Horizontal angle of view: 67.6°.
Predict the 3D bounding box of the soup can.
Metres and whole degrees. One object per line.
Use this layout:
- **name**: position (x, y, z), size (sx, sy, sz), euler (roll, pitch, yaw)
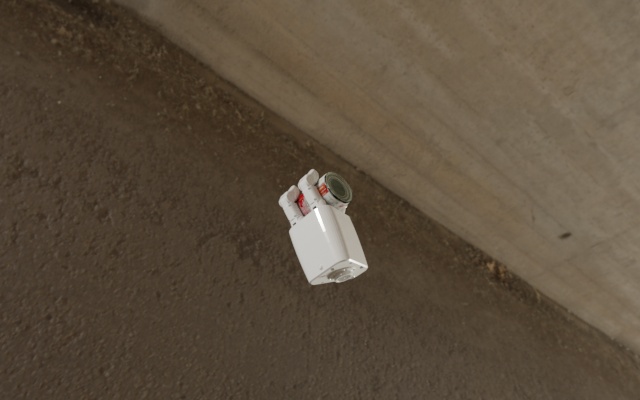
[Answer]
- **soup can**: position (0.000, 0.002, 0.876), size (0.102, 0.068, 0.068), euler (-39, -23, 32)
